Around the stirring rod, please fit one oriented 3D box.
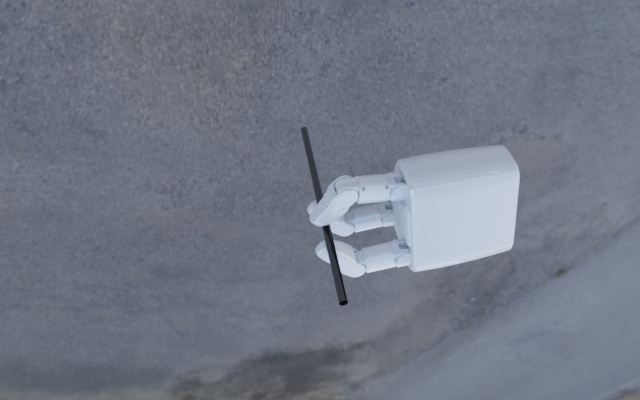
[{"bbox_3d":[0.000,0.001,0.491,0.011,0.239,0.011,-7,-43,-6],"label":"stirring rod"}]
